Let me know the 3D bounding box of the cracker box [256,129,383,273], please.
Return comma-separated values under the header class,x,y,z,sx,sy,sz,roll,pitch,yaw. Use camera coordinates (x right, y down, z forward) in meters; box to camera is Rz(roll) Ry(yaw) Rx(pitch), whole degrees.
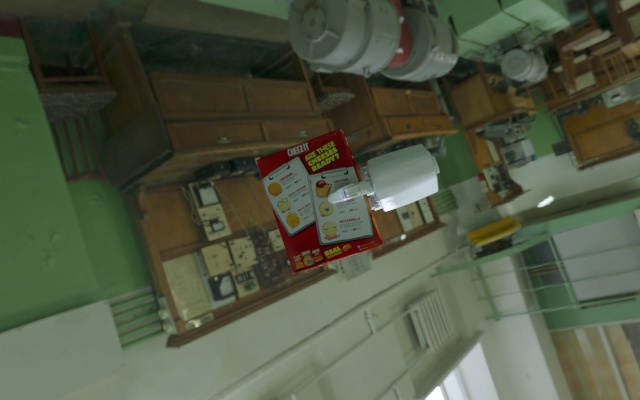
class,x,y,z,sx,sy,sz,roll,pitch,yaw
cracker box,0.000,0.003,0.854,0.164,0.213,0.072,-19,-4,9
